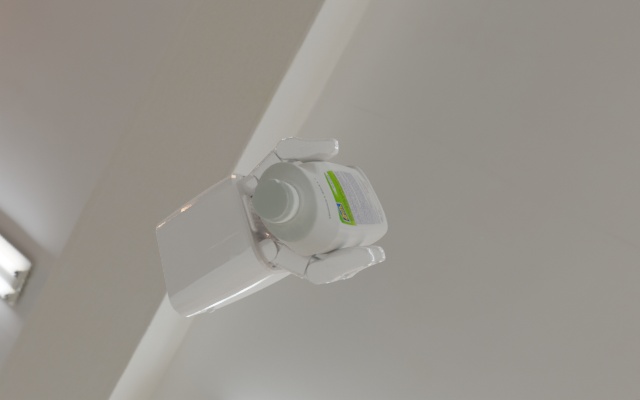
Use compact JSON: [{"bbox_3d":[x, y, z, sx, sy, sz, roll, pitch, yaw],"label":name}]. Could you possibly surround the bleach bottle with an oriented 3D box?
[{"bbox_3d":[0.000,0.002,0.456,0.068,0.102,0.251,-30,-13,14],"label":"bleach bottle"}]
